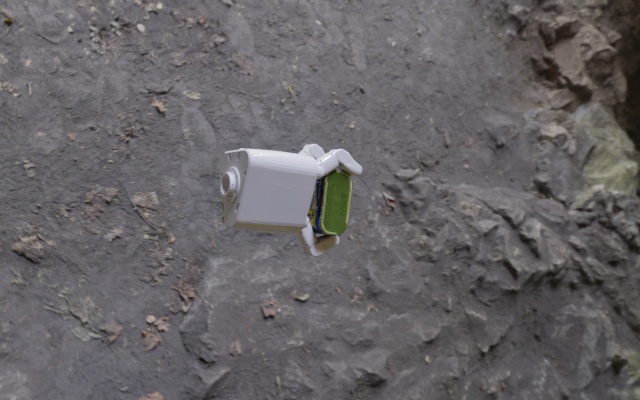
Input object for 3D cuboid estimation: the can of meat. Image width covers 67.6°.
[{"bbox_3d":[0.000,0.002,0.727,0.057,0.102,0.084,8,-3,-36],"label":"can of meat"}]
